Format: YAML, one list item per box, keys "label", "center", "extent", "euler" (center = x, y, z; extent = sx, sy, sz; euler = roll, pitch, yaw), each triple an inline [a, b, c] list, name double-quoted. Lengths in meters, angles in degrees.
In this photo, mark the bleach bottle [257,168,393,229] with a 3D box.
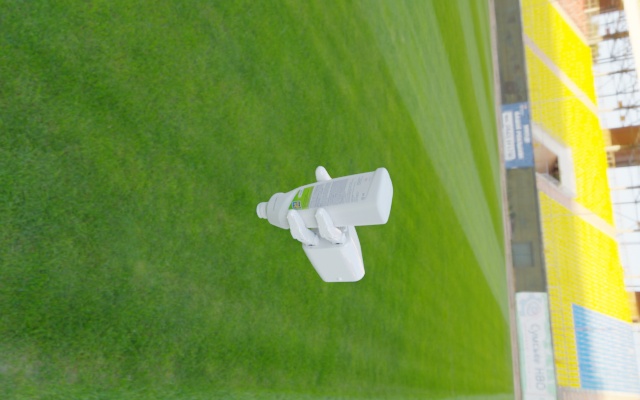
- label: "bleach bottle"
  center: [0.000, 0.003, 0.879]
  extent: [0.251, 0.102, 0.068]
  euler: [-5, -46, 24]
